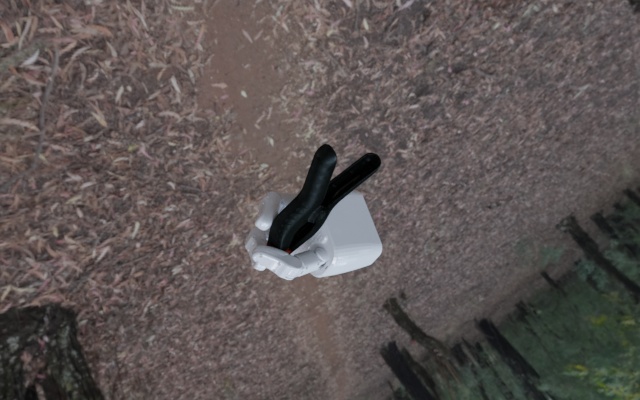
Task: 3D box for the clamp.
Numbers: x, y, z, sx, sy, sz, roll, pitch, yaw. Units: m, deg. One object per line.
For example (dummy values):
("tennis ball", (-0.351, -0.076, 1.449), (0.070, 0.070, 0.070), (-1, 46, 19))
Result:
("clamp", (0.000, 0.002, 0.561), (0.120, 0.039, 0.171), (-3, -41, -47))
